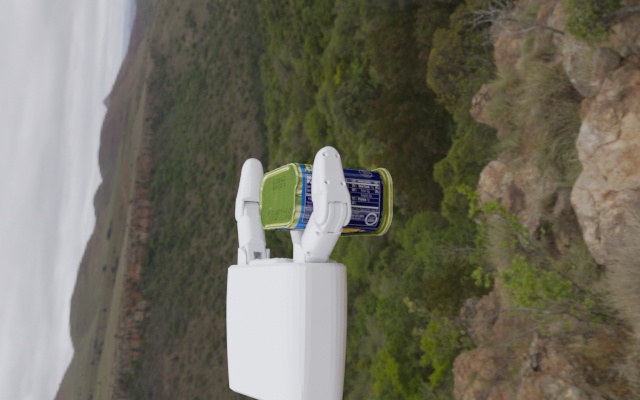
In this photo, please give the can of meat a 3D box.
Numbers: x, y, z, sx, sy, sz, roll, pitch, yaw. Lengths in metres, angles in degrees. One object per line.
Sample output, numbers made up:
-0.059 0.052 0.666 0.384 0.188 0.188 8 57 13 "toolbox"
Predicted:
0.000 0.001 0.414 0.084 0.057 0.102 4 -6 -23 "can of meat"
